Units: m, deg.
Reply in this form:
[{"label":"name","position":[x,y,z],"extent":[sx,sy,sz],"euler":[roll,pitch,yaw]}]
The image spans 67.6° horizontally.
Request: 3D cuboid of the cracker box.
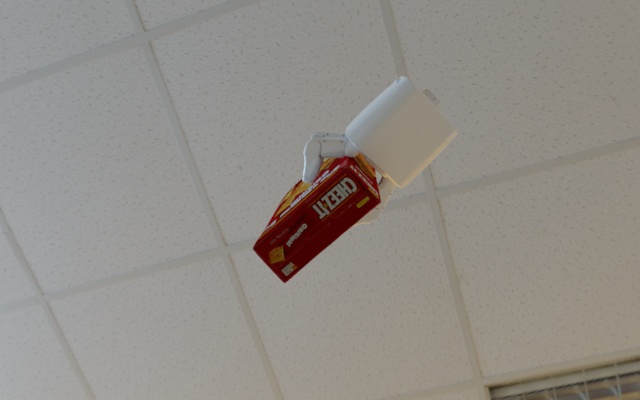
[{"label":"cracker box","position":[0.000,0.002,0.681],"extent":[0.164,0.072,0.213],"euler":[-42,8,14]}]
